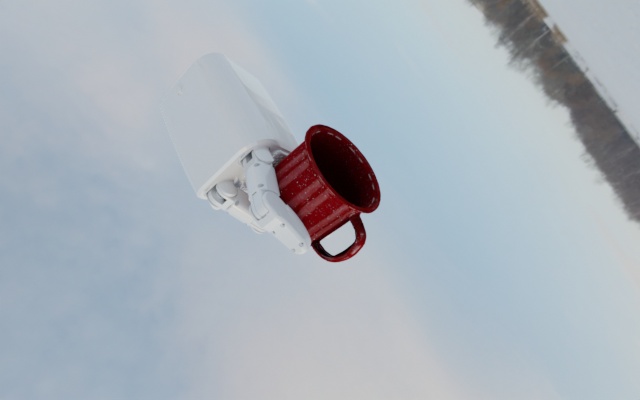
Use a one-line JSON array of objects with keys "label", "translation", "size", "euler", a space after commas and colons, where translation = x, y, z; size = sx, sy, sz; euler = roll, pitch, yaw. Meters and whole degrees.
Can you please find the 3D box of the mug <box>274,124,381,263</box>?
[{"label": "mug", "translation": [0.001, 0.003, 0.436], "size": [0.081, 0.117, 0.093], "euler": [-37, -18, 31]}]
